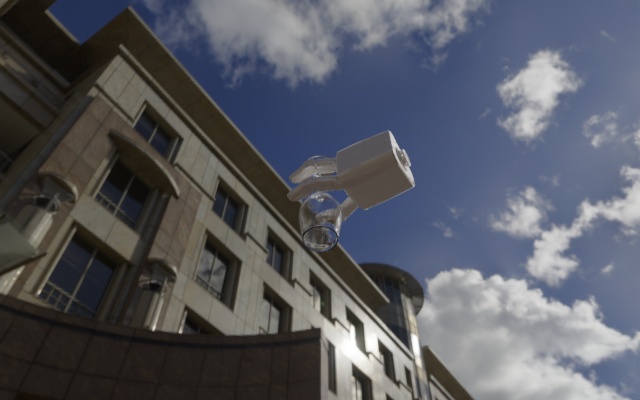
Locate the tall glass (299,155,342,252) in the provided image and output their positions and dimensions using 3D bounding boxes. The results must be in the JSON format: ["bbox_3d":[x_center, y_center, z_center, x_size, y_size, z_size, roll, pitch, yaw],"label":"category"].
[{"bbox_3d":[0.000,0.003,0.884,0.079,0.079,0.200,0,40,0],"label":"tall glass"}]
